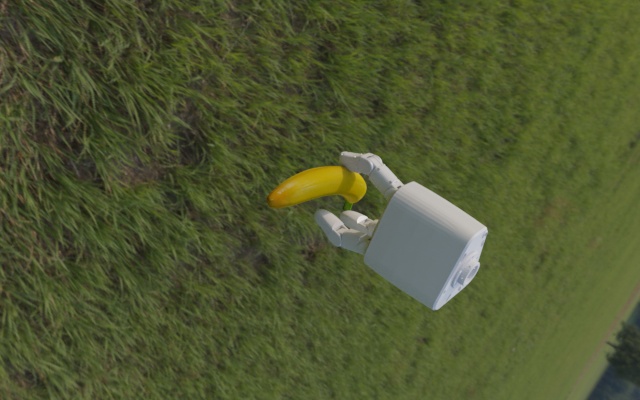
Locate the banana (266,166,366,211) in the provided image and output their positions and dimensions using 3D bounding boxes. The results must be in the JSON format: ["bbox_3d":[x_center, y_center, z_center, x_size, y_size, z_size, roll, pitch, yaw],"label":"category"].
[{"bbox_3d":[0.011,-0.014,0.612,0.037,0.069,0.198,36,15,29],"label":"banana"}]
